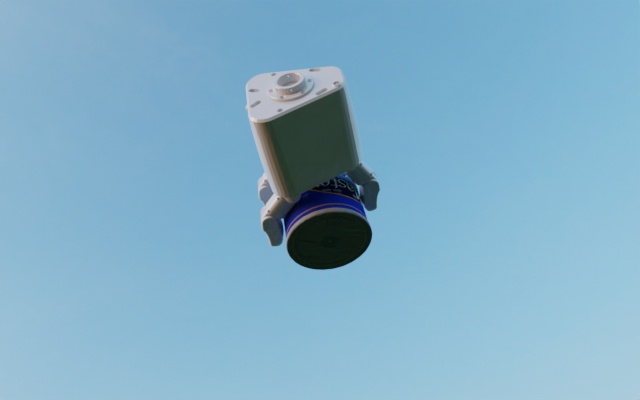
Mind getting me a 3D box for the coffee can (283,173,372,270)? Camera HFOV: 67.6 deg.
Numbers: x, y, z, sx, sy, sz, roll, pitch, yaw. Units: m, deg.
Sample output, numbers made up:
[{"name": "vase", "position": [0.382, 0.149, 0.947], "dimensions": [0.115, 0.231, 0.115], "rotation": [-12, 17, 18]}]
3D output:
[{"name": "coffee can", "position": [0.000, 0.002, 0.609], "dimensions": [0.103, 0.103, 0.140], "rotation": [0, 43, -13]}]
